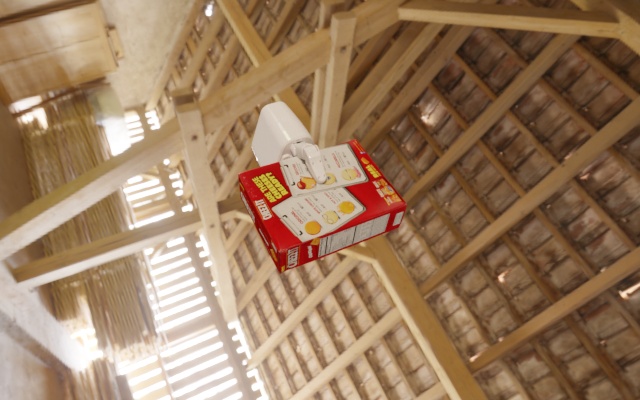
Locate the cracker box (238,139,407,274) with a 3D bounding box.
[{"bbox_3d":[0.000,0.002,0.755,0.213,0.164,0.072,-19,-37,-19],"label":"cracker box"}]
